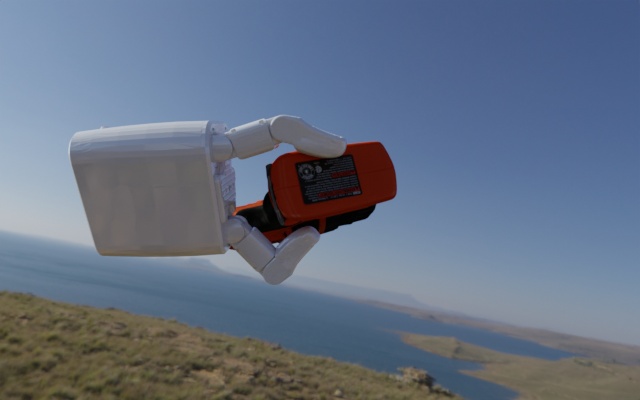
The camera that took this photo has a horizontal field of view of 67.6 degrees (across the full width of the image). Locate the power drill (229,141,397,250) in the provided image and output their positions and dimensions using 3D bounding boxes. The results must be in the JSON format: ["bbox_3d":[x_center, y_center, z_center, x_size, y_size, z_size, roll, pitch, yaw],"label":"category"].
[{"bbox_3d":[0.000,0.001,0.469,0.184,0.057,0.188,-13,-11,-21],"label":"power drill"}]
